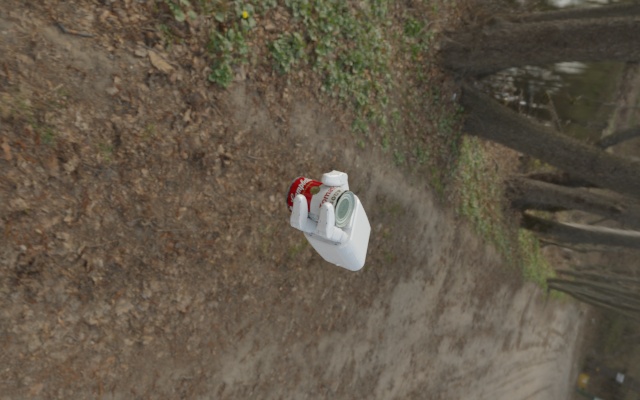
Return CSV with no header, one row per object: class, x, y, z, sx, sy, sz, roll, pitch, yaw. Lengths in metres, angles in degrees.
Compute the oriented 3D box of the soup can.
soup can,0.000,0.002,0.832,0.102,0.068,0.068,17,9,31
